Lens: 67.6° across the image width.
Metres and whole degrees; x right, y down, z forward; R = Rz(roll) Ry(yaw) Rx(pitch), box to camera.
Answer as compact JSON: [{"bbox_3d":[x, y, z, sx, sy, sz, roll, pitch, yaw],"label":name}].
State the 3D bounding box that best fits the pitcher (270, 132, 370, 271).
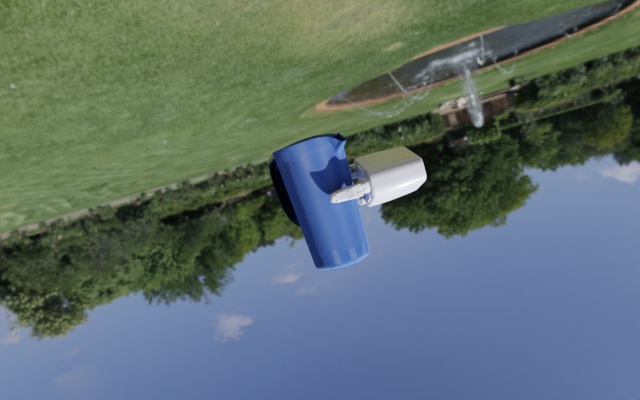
[{"bbox_3d":[0.000,0.003,0.898,0.145,0.243,0.149,-18,5,-7],"label":"pitcher"}]
